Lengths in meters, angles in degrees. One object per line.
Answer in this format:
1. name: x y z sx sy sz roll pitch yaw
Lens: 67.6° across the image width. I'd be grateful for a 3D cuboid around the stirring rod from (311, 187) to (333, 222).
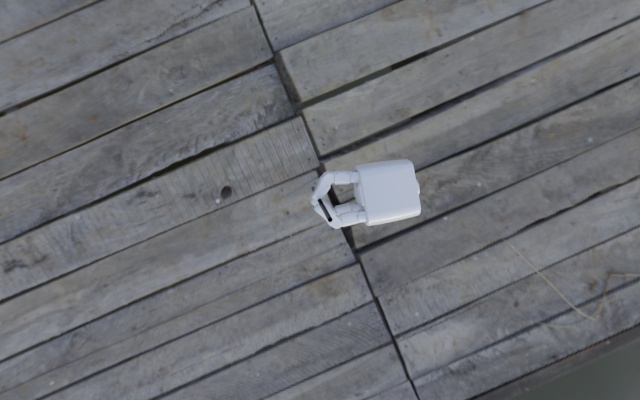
1. stirring rod: 0.000 0.003 0.887 0.011 0.011 0.239 0 14 -8
